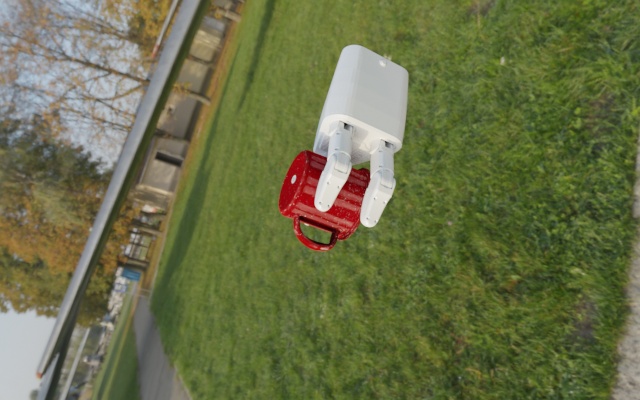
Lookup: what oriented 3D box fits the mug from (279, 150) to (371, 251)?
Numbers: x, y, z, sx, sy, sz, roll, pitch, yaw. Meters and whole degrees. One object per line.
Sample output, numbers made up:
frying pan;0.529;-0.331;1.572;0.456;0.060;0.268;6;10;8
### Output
mug;0.000;0.003;0.557;0.081;0.117;0.093;20;-26;-19
